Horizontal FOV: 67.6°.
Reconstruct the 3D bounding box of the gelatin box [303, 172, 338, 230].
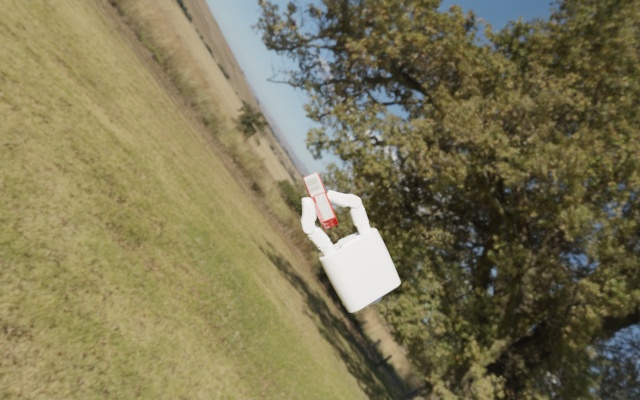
[{"bbox_3d":[0.000,0.002,0.834,0.030,0.089,0.073,-22,-11,0],"label":"gelatin box"}]
